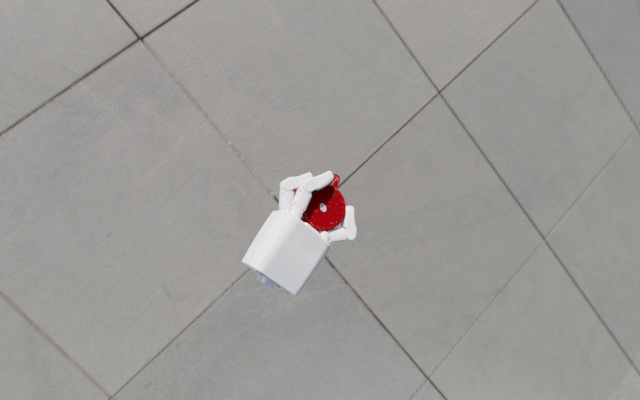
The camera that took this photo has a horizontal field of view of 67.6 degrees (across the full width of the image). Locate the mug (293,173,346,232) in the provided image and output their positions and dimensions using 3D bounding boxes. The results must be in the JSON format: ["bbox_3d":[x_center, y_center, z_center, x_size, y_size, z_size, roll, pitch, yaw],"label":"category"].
[{"bbox_3d":[0.001,0.002,0.847,0.093,0.117,0.081,37,-13,-15],"label":"mug"}]
